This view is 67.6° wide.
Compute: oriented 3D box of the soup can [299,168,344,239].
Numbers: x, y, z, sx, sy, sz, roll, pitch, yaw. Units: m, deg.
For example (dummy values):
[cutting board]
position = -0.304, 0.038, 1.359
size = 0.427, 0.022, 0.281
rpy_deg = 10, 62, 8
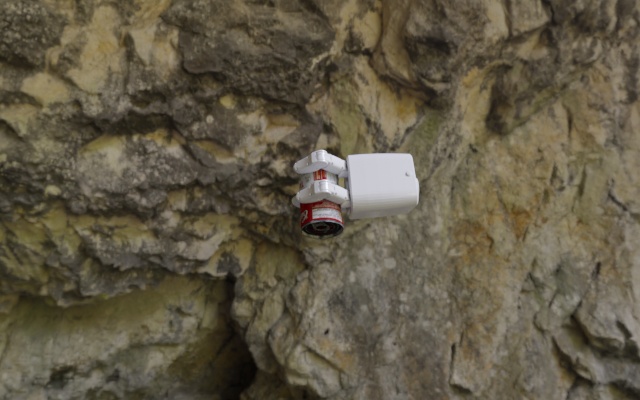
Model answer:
[soup can]
position = 0.000, 0.002, 0.773
size = 0.068, 0.102, 0.068
rpy_deg = -3, -27, -1
